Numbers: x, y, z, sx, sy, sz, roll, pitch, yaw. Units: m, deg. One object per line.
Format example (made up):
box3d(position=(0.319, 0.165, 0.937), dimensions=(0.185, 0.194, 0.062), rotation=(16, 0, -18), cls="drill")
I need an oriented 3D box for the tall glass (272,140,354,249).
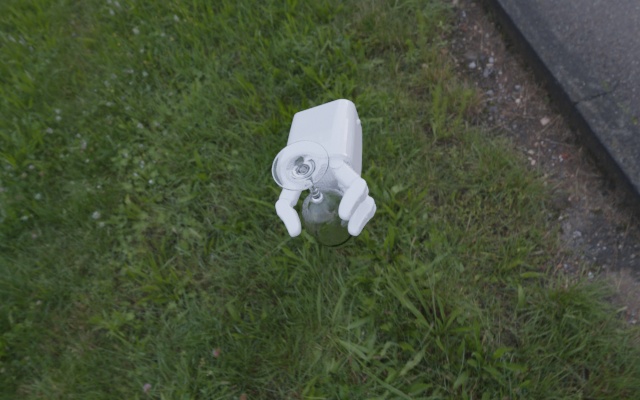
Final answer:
box3d(position=(0.000, 0.002, 0.677), dimensions=(0.079, 0.079, 0.201), rotation=(0, -29, 17), cls="tall glass")
